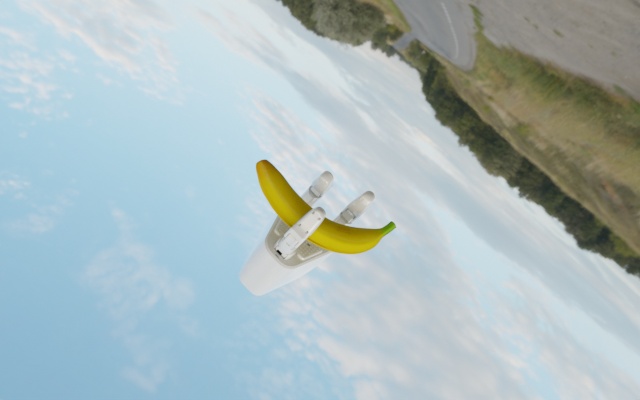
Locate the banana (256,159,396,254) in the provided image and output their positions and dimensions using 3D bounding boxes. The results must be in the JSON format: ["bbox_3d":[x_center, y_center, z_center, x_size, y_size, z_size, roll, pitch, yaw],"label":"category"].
[{"bbox_3d":[-0.004,0.020,0.608,0.198,0.069,0.037,26,-18,-10],"label":"banana"}]
